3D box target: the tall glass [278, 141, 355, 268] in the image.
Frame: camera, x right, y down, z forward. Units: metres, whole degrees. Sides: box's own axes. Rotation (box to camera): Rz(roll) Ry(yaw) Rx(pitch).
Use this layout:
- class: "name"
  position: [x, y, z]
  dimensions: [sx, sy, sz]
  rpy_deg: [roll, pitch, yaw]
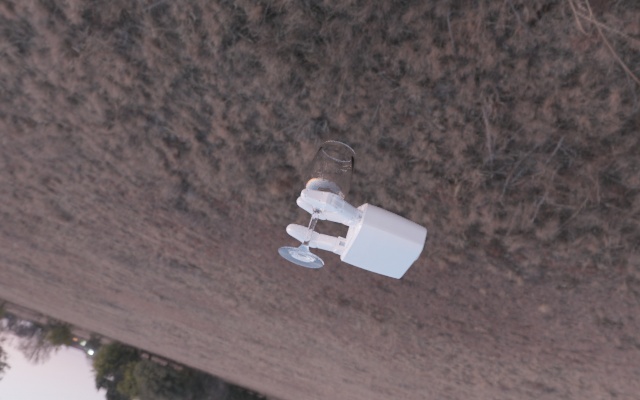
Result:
- class: "tall glass"
  position: [0.000, 0.003, 0.772]
  dimensions: [0.079, 0.201, 0.079]
  rpy_deg: [16, -24, 7]
